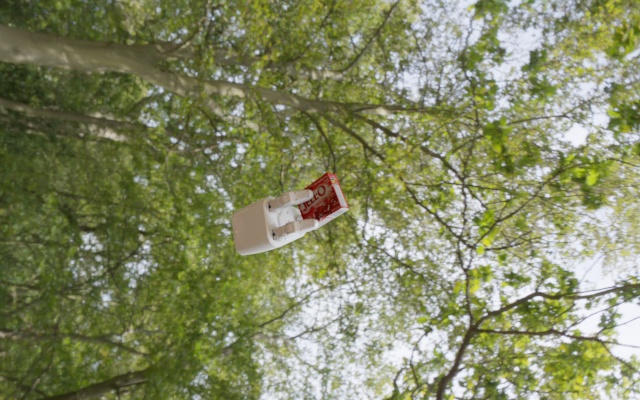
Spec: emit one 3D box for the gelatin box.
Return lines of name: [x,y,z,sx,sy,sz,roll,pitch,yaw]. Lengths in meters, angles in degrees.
gelatin box: [0.001,0.003,0.867,0.089,0.073,0.030,-33,-24,30]
